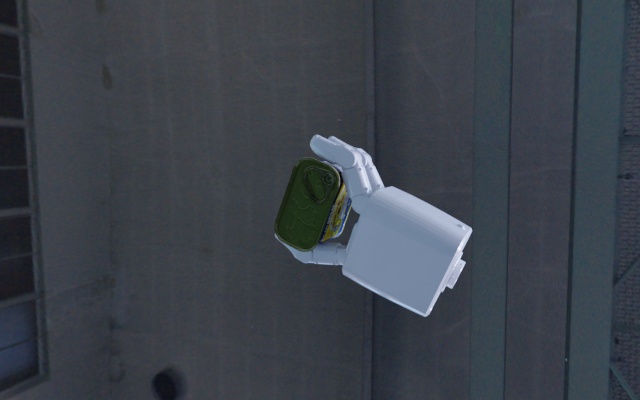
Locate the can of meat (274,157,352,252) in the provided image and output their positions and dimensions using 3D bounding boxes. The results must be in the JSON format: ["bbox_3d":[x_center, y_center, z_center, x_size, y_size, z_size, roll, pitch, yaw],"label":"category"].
[{"bbox_3d":[0.000,0.002,0.558,0.057,0.102,0.084,24,14,20],"label":"can of meat"}]
